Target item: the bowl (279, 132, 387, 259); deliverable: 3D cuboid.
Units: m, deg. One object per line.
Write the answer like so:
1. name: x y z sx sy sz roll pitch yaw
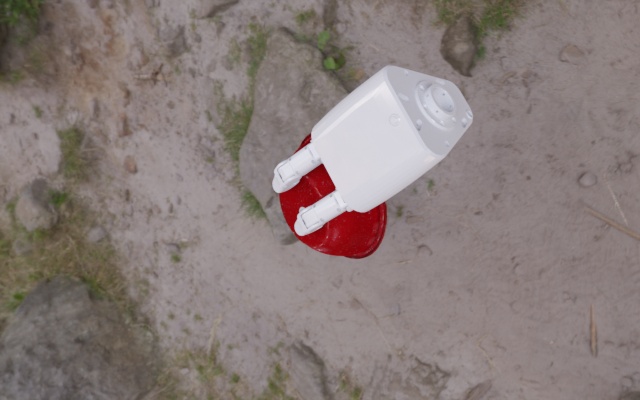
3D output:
1. bowl: -0.001 0.003 0.554 0.055 0.162 0.162 -22 13 -34
